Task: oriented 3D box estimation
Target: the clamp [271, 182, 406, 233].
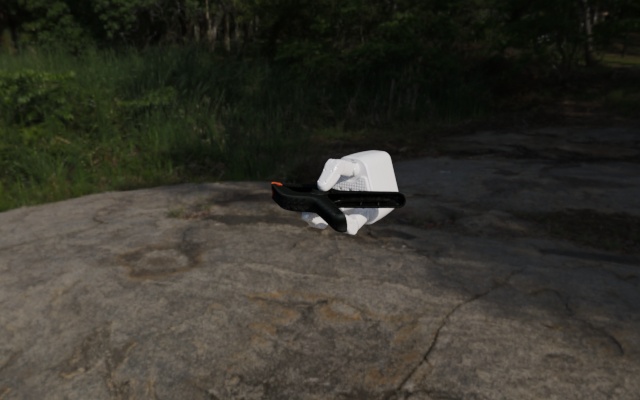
[{"bbox_3d":[0.000,0.001,0.709,0.210,0.036,0.164,9,17,30],"label":"clamp"}]
